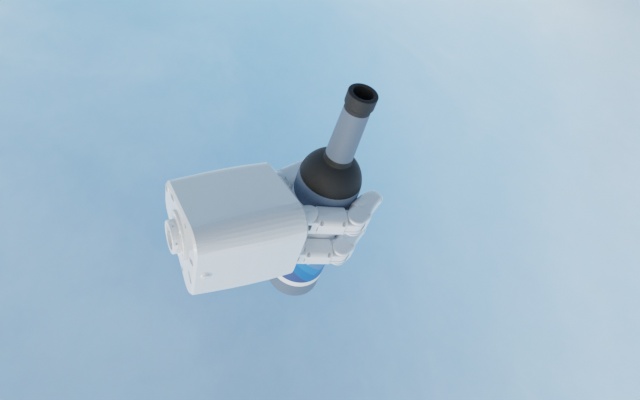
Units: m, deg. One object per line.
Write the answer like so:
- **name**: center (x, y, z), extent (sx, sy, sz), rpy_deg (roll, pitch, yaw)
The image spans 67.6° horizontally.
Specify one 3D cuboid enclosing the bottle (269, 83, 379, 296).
- **bottle**: center (0.000, 0.002, 0.512), extent (0.069, 0.069, 0.296), rpy_deg (0, -39, -19)
